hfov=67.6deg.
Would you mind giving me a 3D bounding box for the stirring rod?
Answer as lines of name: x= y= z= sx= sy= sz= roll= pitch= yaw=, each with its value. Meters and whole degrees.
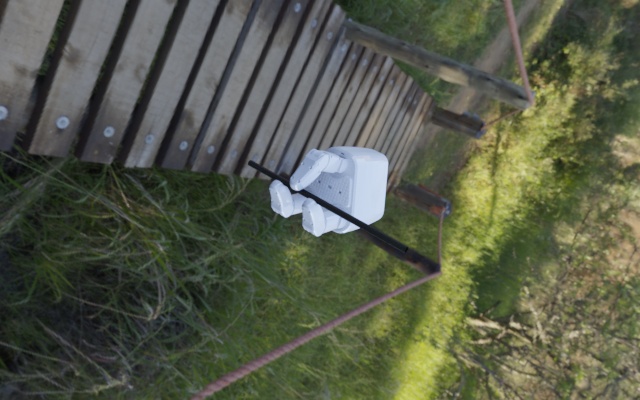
stirring rod: x=0.000 y=0.002 z=0.572 sx=0.239 sy=0.011 sz=0.011 roll=29 pitch=15 yaw=28
